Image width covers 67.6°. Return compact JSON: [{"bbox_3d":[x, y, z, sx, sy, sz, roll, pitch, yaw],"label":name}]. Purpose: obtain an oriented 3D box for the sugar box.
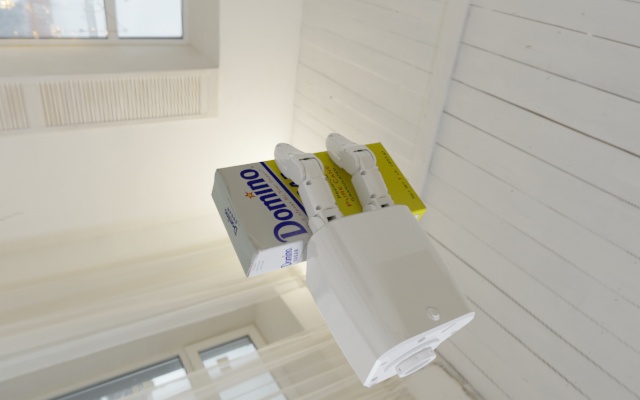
[{"bbox_3d":[0.000,0.001,0.438,0.176,0.093,0.048,-11,-34,-31],"label":"sugar box"}]
